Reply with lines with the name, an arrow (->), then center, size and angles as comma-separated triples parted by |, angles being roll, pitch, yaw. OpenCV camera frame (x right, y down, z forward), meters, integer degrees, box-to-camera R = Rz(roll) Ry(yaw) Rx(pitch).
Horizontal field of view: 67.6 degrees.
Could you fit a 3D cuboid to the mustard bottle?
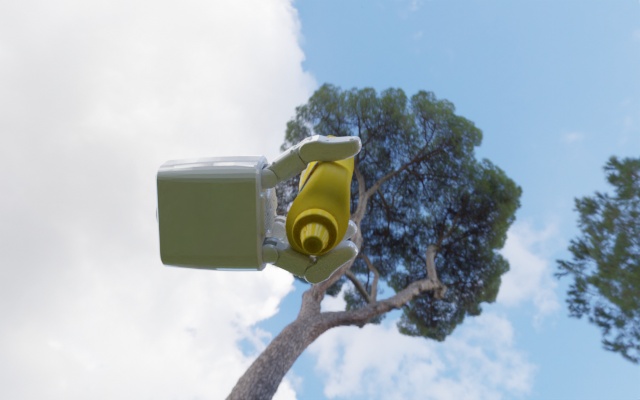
mustard bottle -> 0.000, 0.002, 0.491 | 0.058, 0.096, 0.191 | 22, 22, -4
